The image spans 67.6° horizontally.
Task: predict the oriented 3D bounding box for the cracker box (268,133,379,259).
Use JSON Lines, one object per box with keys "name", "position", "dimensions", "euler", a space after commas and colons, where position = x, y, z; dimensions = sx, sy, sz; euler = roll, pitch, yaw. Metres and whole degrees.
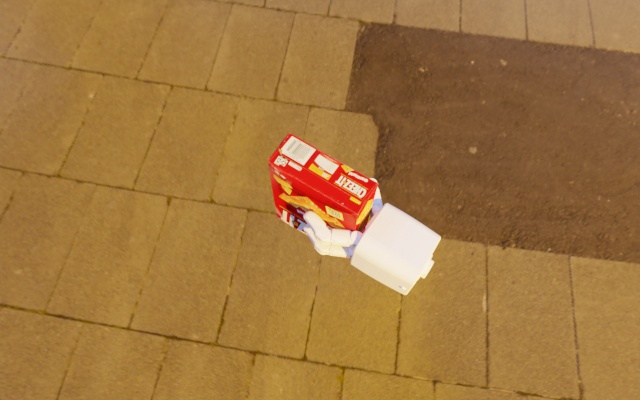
{"name": "cracker box", "position": [0.000, 0.002, 0.804], "dimensions": [0.164, 0.072, 0.214], "euler": [31, -22, 12]}
